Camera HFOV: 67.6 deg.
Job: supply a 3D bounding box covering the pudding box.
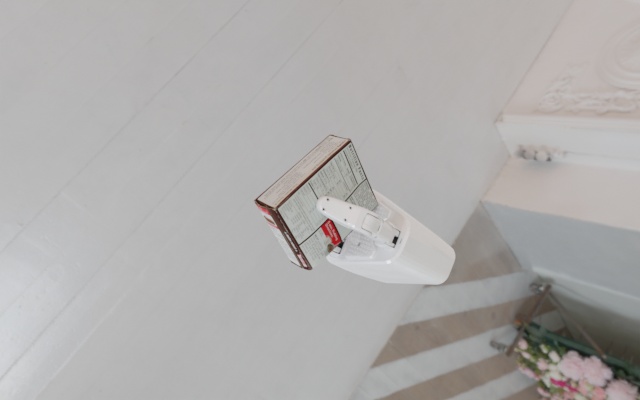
[{"bbox_3d":[0.000,0.002,0.487,0.113,0.090,0.039,-44,36,-24],"label":"pudding box"}]
